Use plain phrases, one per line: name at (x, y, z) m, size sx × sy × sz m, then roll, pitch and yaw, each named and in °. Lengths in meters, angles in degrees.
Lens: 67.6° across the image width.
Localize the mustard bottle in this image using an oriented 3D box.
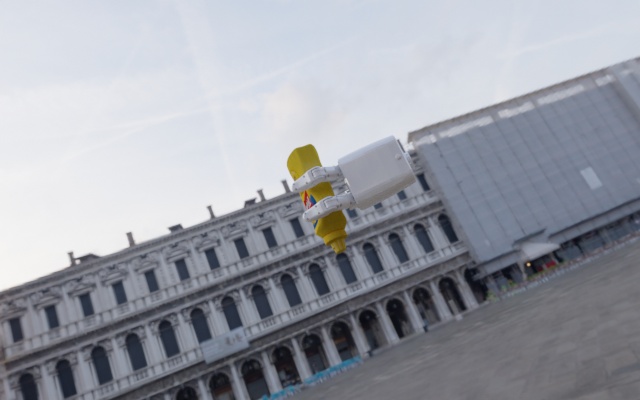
mustard bottle at (0.000, 0.003, 0.839) m, size 0.058 × 0.191 × 0.096 m, roll -19°, pitch -18°, yaw -16°
